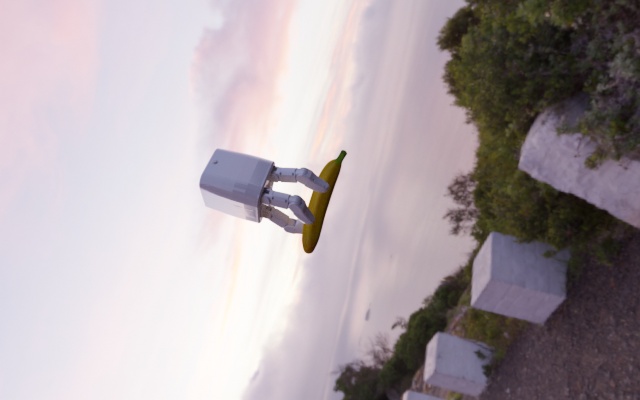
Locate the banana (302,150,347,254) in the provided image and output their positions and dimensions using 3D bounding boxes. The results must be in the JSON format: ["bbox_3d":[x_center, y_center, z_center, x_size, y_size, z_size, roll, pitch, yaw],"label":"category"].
[{"bbox_3d":[-0.001,0.005,0.853,0.037,0.197,0.070,19,-17,-3],"label":"banana"}]
